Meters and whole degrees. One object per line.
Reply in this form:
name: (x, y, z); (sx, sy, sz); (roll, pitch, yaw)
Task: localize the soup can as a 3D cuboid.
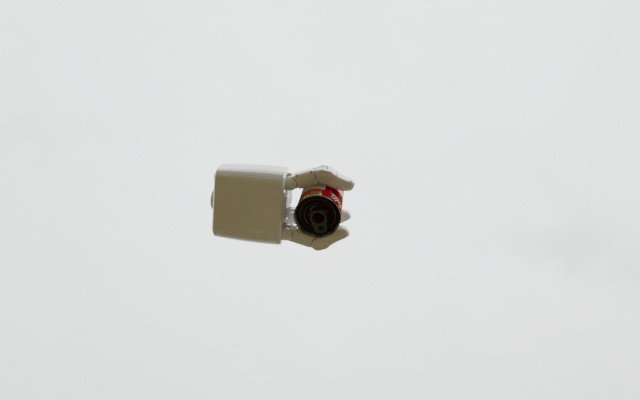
soup can: (0.001, 0.002, 0.723); (0.068, 0.068, 0.102); (0, 25, 6)
